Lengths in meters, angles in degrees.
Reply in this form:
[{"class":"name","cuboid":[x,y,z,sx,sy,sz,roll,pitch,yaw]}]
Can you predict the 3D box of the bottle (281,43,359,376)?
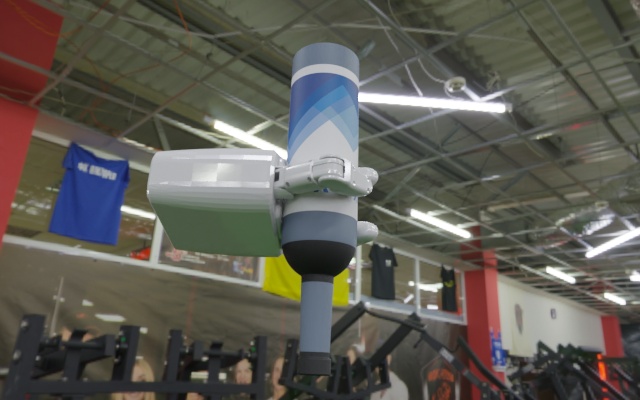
[{"class":"bottle","cuboid":[0.000,0.001,0.431,0.069,0.295,0.069,2,-19,1]}]
